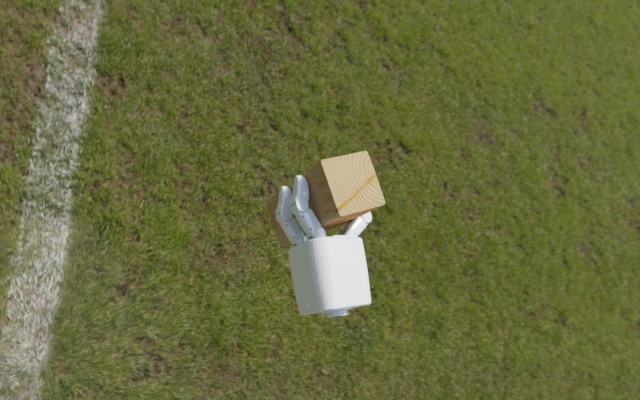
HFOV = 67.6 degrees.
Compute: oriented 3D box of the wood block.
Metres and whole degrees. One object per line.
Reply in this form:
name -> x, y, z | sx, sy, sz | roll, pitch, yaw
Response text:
wood block -> 0.001, 0.003, 0.786 | 0.091, 0.090, 0.206 | -14, -9, -33
